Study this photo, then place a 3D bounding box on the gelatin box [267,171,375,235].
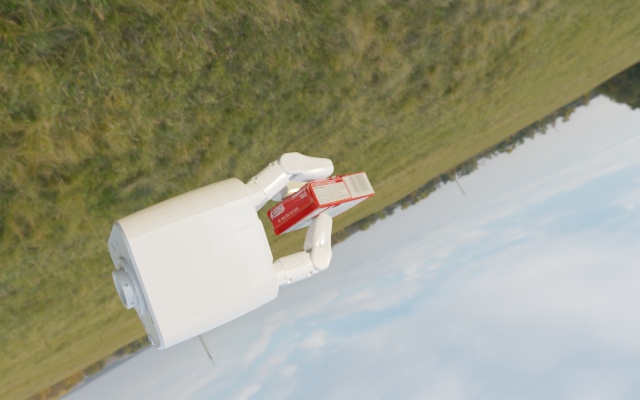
[{"bbox_3d":[0.001,0.002,0.495,0.089,0.030,0.073,-13,-14,-45],"label":"gelatin box"}]
